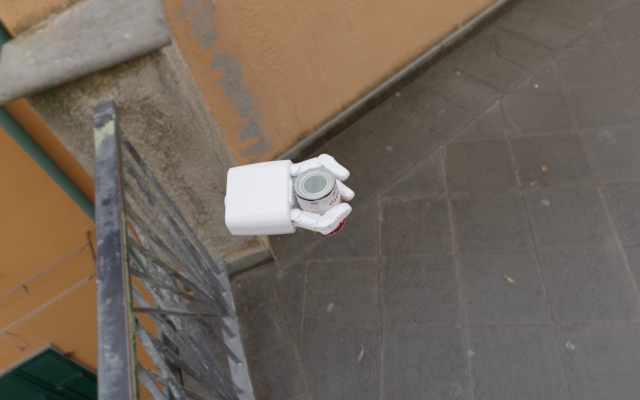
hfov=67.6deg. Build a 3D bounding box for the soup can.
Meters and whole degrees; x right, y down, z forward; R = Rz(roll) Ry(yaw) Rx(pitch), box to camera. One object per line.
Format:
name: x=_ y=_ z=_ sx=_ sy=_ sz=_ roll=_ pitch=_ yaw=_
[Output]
soup can: x=0.001 y=0.002 z=0.771 sx=0.068 sy=0.068 sz=0.102 roll=0 pitch=-37 yaw=14
